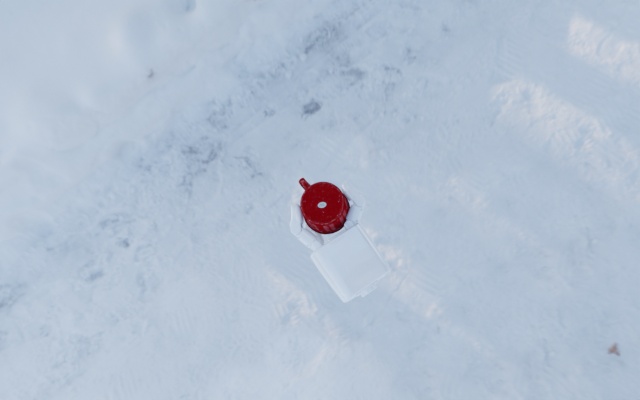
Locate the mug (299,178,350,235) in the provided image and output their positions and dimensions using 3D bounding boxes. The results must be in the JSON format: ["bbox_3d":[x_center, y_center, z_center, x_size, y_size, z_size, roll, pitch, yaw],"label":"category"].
[{"bbox_3d":[-0.001,0.002,0.886,0.093,0.117,0.081,-38,-12,-2],"label":"mug"}]
